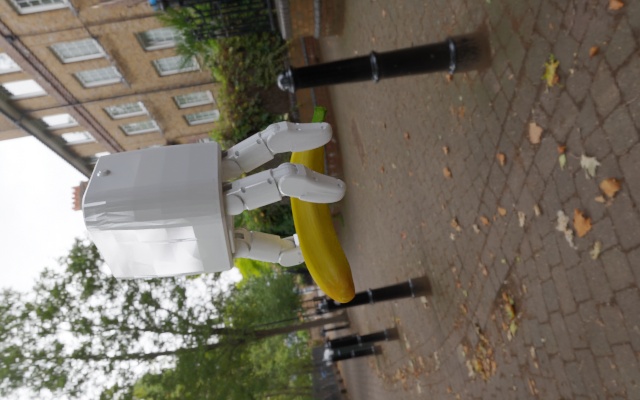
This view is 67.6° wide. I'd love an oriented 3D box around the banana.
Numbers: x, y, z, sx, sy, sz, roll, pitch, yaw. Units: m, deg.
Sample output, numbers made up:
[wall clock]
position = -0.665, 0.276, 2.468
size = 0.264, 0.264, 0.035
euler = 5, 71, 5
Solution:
[banana]
position = -0.004, 0.008, 0.440
size = 0.037, 0.197, 0.070
euler = -1, -31, -14
